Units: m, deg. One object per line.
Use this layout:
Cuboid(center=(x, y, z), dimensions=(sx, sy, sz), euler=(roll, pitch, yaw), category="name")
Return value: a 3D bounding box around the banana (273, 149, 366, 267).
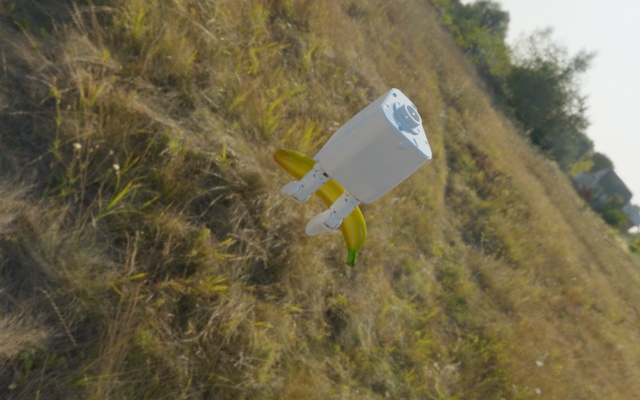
Cuboid(center=(0.011, -0.003, 0.687), dimensions=(0.037, 0.198, 0.069), euler=(-31, 8, 40), category="banana")
